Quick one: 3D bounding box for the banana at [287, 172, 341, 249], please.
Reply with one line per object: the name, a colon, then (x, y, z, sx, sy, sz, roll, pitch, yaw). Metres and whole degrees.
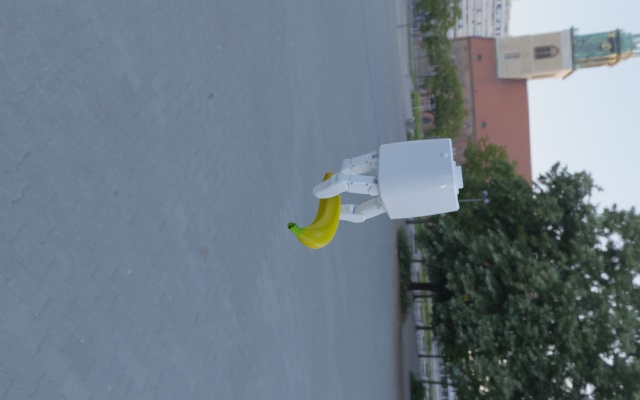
banana: (0.004, 0.021, 0.729, 0.037, 0.070, 0.197, -9, 22, 20)
